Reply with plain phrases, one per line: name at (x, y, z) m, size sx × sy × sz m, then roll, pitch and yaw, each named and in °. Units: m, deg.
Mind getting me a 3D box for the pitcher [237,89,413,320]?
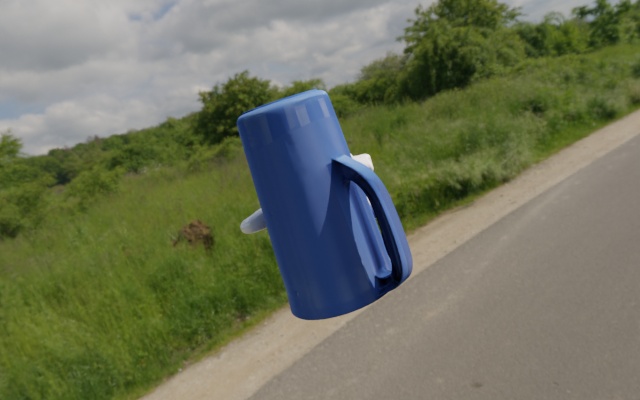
pitcher at (0.000, 0.002, 0.546) m, size 0.149 × 0.243 × 0.145 m, roll -18°, pitch 10°, yaw 1°
